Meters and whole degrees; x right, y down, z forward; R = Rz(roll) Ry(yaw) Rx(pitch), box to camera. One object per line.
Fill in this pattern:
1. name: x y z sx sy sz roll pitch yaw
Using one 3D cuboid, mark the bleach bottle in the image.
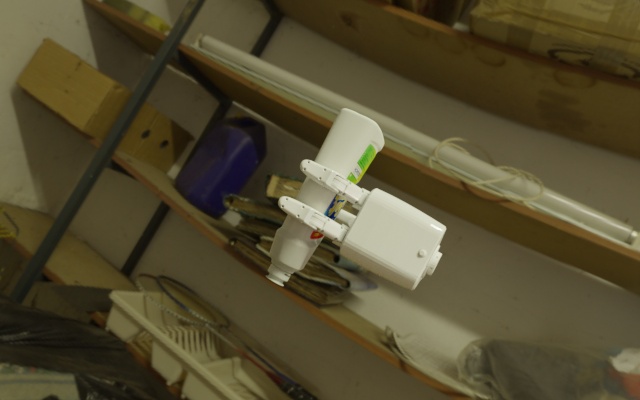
1. bleach bottle: 0.000 0.002 0.666 0.068 0.251 0.102 28 -4 16
